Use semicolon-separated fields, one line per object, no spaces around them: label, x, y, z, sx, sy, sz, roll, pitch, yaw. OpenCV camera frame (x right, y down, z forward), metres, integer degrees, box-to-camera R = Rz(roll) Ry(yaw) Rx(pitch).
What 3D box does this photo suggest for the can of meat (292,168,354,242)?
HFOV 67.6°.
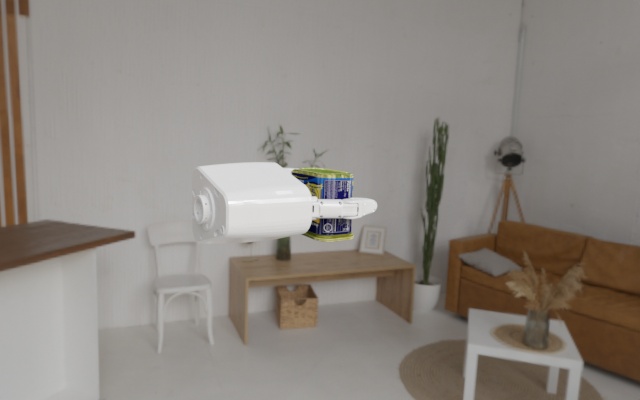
can of meat;0.000;0.002;0.628;0.057;0.084;0.102;-3;9;-31
